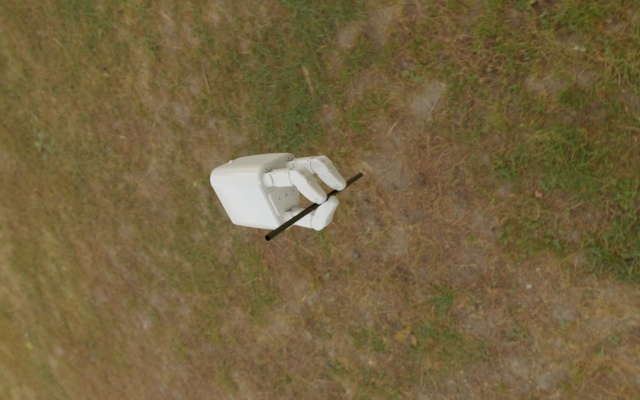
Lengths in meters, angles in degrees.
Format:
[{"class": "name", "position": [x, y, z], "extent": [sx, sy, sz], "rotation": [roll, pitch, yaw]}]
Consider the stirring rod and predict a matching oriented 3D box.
[{"class": "stirring rod", "position": [0.000, 0.002, 0.663], "extent": [0.011, 0.011, 0.239], "rotation": [0, 21, 34]}]
